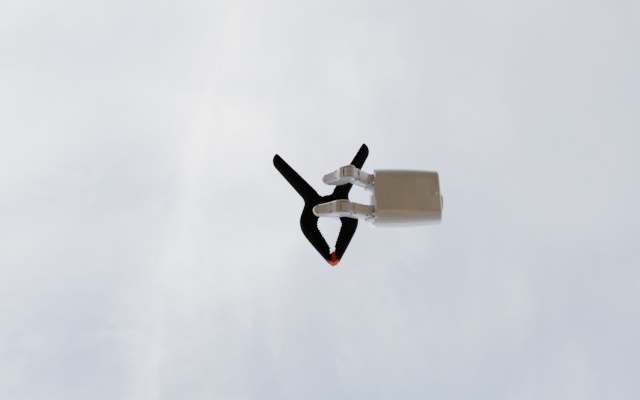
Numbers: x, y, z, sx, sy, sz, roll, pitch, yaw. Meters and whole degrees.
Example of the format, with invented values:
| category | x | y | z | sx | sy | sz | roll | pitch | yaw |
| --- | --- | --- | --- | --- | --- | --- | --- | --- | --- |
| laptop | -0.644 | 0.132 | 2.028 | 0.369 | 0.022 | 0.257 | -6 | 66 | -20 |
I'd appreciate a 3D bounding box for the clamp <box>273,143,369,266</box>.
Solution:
| category | x | y | z | sx | sy | sz | roll | pitch | yaw |
| --- | --- | --- | --- | --- | --- | --- | --- | --- | --- |
| clamp | 0.000 | 0.003 | 0.786 | 0.164 | 0.210 | 0.036 | -1 | -21 | 3 |
